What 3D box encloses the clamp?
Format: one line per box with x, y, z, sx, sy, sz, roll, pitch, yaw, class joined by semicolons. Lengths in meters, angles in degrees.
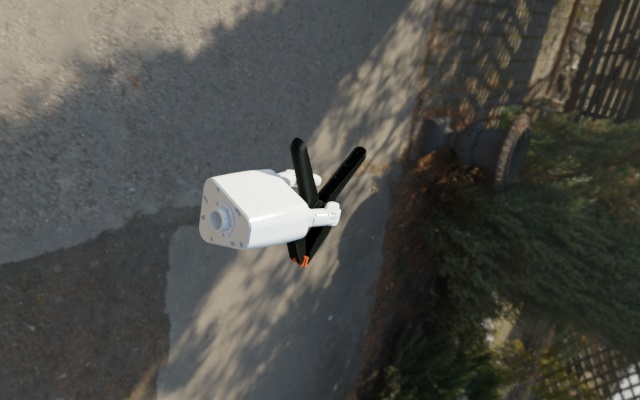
0.000;0.003;0.748;0.036;0.210;0.164;28;25;38;clamp
